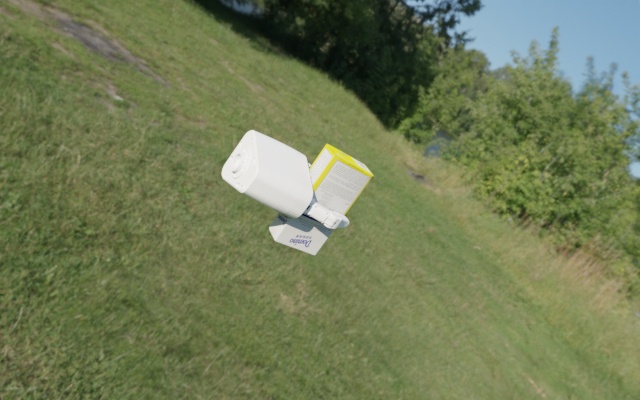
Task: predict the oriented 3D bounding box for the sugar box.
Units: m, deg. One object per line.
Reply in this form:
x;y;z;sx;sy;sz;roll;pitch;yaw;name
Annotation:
0.000;0.002;0.792;0.093;0.176;0.048;25;20;-37;sugar box
